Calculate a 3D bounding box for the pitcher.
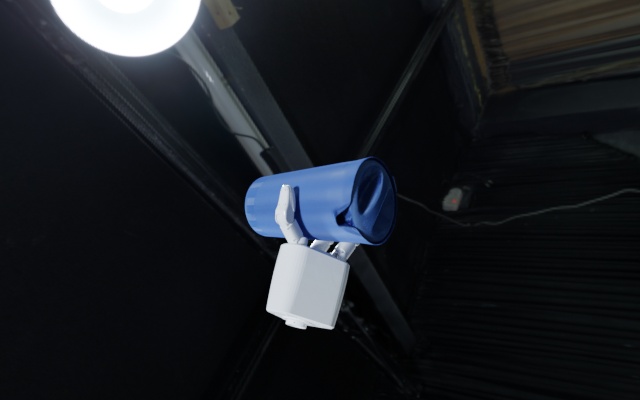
[{"bbox_3d":[0.000,0.003,0.797,0.243,0.145,0.149,-3,-25,38],"label":"pitcher"}]
